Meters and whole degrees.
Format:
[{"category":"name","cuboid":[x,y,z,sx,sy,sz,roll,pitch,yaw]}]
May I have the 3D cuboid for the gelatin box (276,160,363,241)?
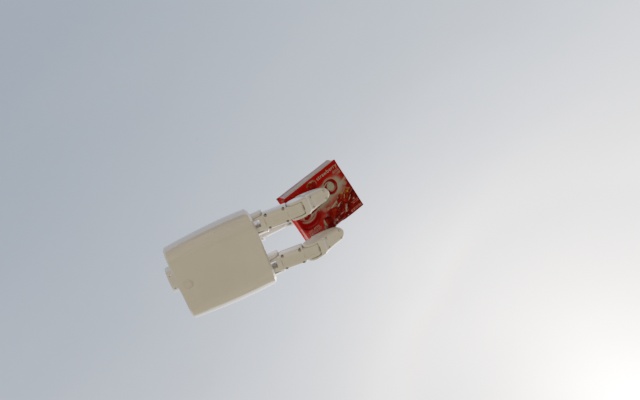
[{"category":"gelatin box","cuboid":[0.000,0.002,0.614,0.089,0.073,0.030,-39,17,-15]}]
